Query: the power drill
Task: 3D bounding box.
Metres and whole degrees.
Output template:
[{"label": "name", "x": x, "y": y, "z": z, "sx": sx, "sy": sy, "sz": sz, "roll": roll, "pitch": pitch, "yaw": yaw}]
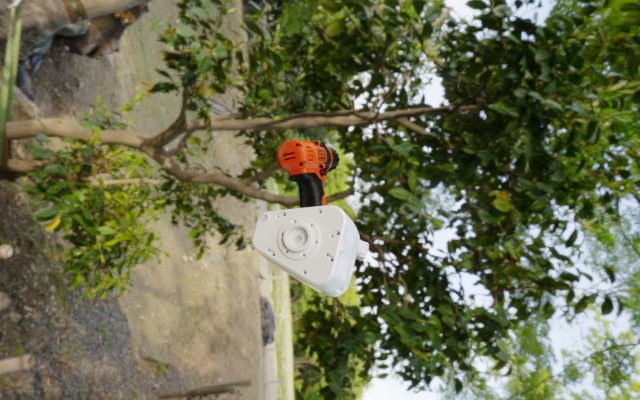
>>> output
[{"label": "power drill", "x": 0.000, "y": 0.003, "z": 0.719, "sx": 0.057, "sy": 0.187, "sz": 0.184, "roll": -13, "pitch": -1, "yaw": 21}]
